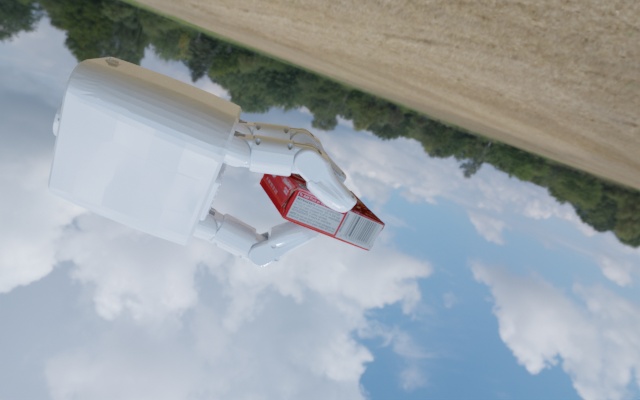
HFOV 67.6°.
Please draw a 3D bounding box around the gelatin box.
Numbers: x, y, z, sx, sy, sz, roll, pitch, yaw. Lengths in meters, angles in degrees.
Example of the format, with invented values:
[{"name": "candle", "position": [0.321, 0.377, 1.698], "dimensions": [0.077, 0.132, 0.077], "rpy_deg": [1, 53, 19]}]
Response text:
[{"name": "gelatin box", "position": [0.000, 0.002, 0.400], "dimensions": [0.089, 0.030, 0.073], "rpy_deg": [23, 13, -27]}]
